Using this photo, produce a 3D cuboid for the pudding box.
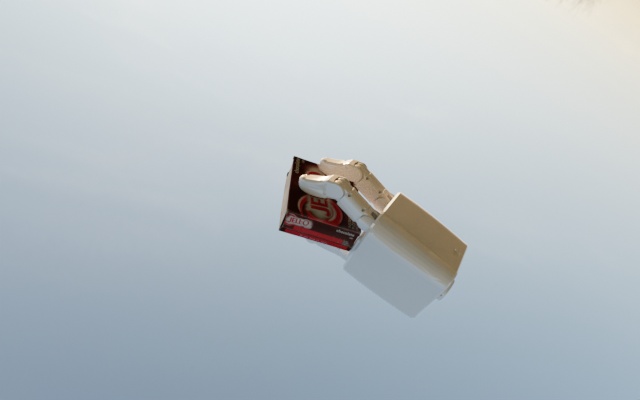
[{"bbox_3d":[0.000,0.002,0.582,0.090,0.039,0.113,18,35,-13],"label":"pudding box"}]
